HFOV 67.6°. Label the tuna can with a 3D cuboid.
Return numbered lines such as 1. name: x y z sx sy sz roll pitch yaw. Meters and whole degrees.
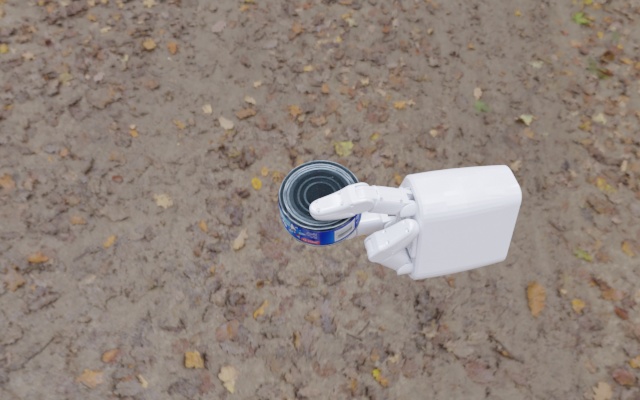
1. tuna can: 0.000 0.001 0.486 0.086 0.086 0.034 0 -32 2
